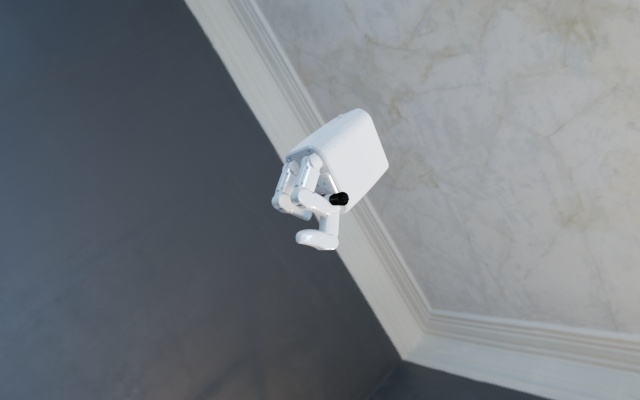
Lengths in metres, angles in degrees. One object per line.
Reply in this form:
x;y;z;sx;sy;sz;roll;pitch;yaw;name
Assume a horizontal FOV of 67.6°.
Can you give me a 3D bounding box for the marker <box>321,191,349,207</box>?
0.000;0.002;0.658;0.020;0.020;0.121;0;-5;-32;marker
